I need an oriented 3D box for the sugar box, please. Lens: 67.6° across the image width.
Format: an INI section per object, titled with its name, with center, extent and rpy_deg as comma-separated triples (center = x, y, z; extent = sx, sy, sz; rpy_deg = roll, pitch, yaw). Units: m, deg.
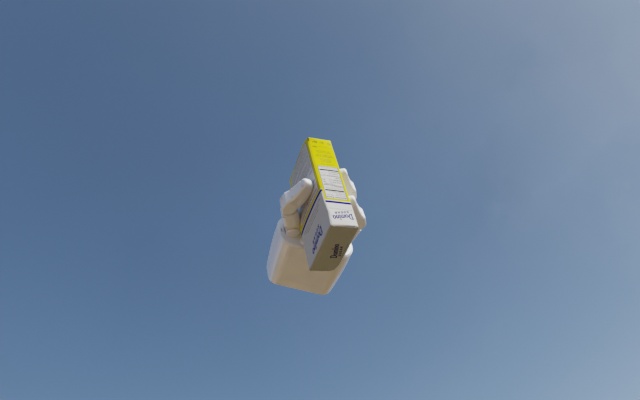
[sugar box]
center = 0.001, 0.002, 0.668
extent = 0.048, 0.176, 0.093
rpy_deg = 4, -46, -22
